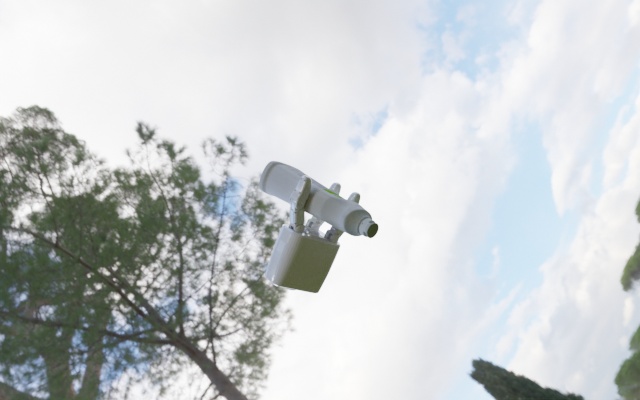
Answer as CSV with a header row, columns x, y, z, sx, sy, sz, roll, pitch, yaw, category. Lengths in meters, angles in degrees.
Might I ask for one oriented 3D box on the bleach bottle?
x,y,z,sx,sy,sz,roll,pitch,yaw,category
0.000,0.003,0.868,0.102,0.068,0.250,14,11,-47,bleach bottle
